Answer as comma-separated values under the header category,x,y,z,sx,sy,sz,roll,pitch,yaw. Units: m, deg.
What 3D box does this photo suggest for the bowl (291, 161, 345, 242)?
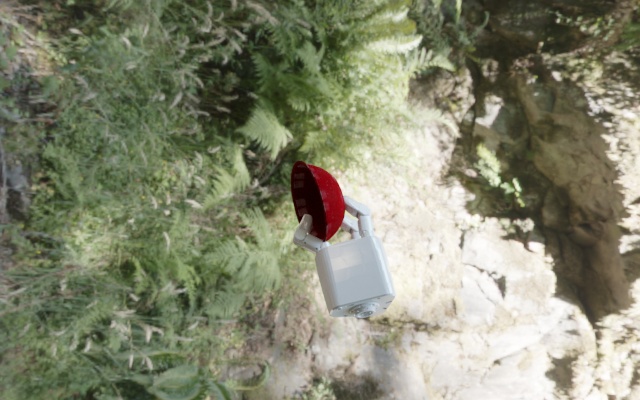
category,x,y,z,sx,sy,sz,roll,pitch,yaw
bowl,0.000,0.001,0.858,0.055,0.162,0.162,-14,5,-21
